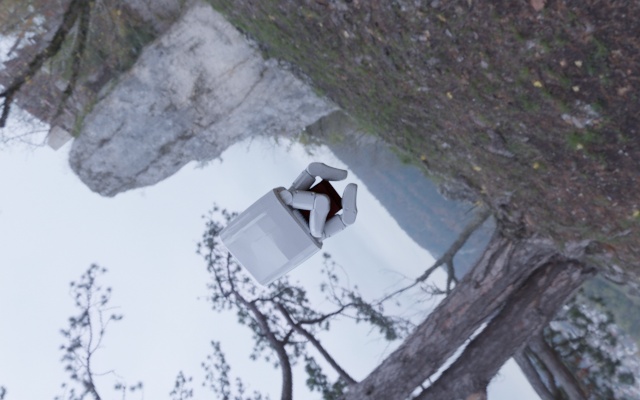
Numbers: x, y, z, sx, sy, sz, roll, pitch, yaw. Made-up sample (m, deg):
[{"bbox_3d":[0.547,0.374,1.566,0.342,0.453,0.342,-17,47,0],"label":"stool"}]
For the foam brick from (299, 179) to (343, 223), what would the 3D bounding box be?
[{"bbox_3d":[0.000,0.002,0.713,0.051,0.053,0.078,-37,0,8],"label":"foam brick"}]
